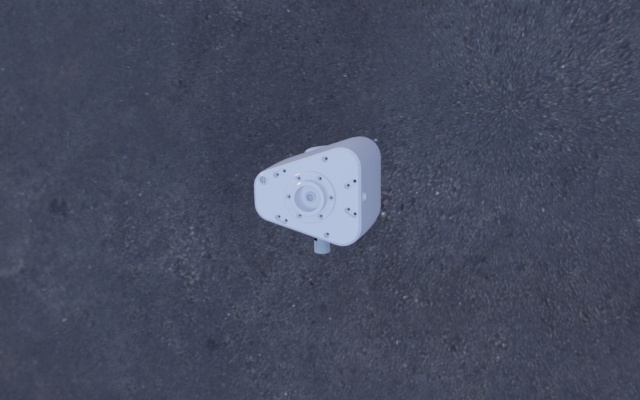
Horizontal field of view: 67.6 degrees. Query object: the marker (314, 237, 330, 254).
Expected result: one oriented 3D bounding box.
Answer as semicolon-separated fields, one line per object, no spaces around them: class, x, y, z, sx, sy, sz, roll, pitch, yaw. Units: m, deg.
marker;0.000;0.002;0.558;0.020;0.121;0.020;-2;10;0
